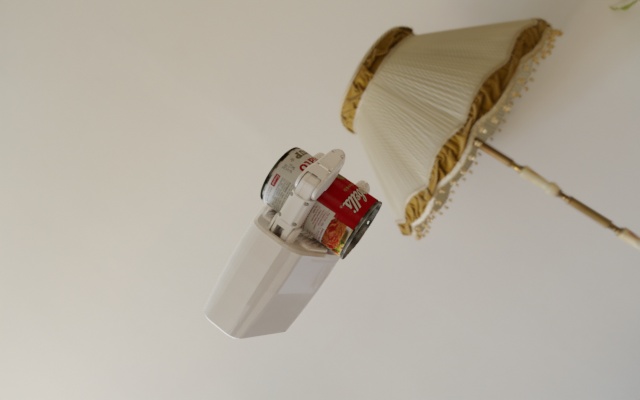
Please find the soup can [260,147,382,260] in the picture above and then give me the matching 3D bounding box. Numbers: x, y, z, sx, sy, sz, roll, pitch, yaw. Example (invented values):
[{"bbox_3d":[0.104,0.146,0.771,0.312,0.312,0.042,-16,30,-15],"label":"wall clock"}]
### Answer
[{"bbox_3d":[0.000,0.001,0.473,0.102,0.068,0.068,35,8,12],"label":"soup can"}]
